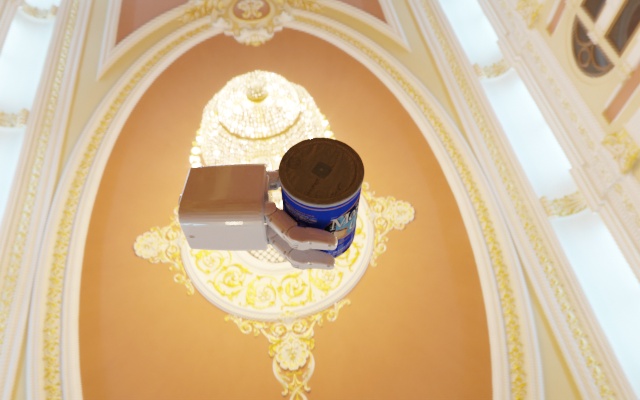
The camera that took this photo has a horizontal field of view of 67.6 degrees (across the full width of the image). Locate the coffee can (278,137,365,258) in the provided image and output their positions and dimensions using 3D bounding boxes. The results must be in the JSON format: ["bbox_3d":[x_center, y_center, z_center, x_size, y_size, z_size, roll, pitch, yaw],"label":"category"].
[{"bbox_3d":[0.000,0.002,0.623,0.103,0.102,0.140,0,-35,-1],"label":"coffee can"}]
